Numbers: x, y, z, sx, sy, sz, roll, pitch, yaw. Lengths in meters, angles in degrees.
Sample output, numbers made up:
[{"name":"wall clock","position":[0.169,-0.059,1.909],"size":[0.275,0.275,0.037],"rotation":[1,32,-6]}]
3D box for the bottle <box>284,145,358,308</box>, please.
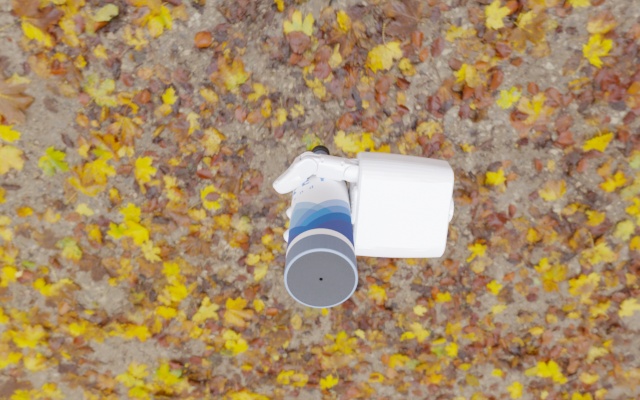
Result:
[{"name":"bottle","position":[0.000,0.002,0.555],"size":[0.069,0.069,0.295],"rotation":[0,28,0]}]
